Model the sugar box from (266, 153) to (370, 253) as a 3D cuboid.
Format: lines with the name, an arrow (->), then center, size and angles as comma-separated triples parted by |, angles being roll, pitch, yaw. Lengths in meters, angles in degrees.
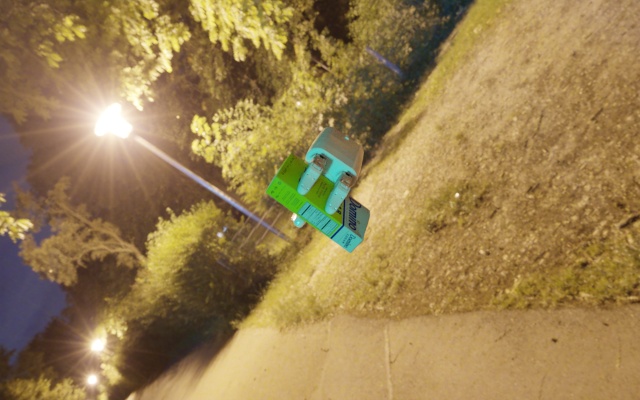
sugar box -> 0.000, 0.002, 0.804 | 0.176, 0.048, 0.093 | 34, 34, -7
